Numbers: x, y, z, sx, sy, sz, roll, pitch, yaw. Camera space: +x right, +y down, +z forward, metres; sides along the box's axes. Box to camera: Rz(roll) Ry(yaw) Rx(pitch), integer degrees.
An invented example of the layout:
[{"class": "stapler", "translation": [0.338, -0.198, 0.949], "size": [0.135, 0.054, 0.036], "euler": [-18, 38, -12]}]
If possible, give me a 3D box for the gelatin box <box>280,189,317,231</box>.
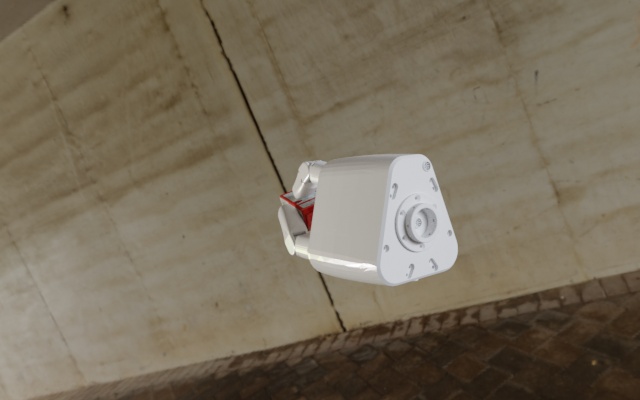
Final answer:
[{"class": "gelatin box", "translation": [0.000, 0.001, 0.569], "size": [0.073, 0.030, 0.089], "euler": [-22, 18, -16]}]
